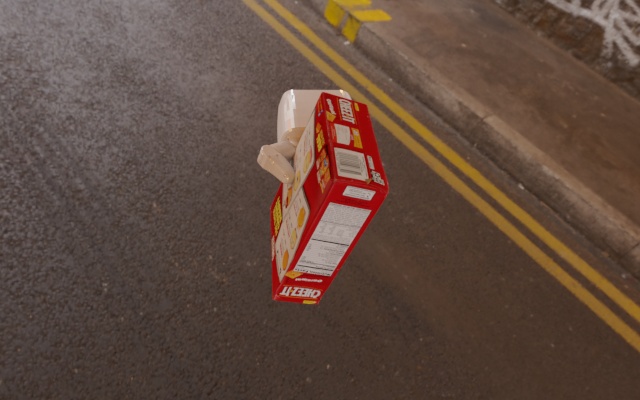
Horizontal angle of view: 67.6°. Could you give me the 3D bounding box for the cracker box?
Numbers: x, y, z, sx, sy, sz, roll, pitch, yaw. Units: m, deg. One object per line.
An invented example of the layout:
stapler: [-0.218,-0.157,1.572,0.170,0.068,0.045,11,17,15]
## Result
cracker box: [0.000,0.002,0.596,0.072,0.164,0.214,12,-48,-18]
